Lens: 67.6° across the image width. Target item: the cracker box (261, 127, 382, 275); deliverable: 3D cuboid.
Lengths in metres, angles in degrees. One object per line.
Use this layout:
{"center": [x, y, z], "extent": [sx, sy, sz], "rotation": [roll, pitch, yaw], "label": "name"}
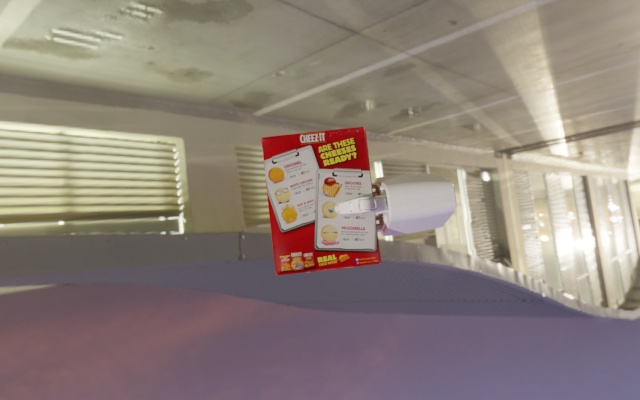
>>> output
{"center": [0.000, 0.003, 0.756], "extent": [0.164, 0.213, 0.072], "rotation": [-6, -4, -3], "label": "cracker box"}
